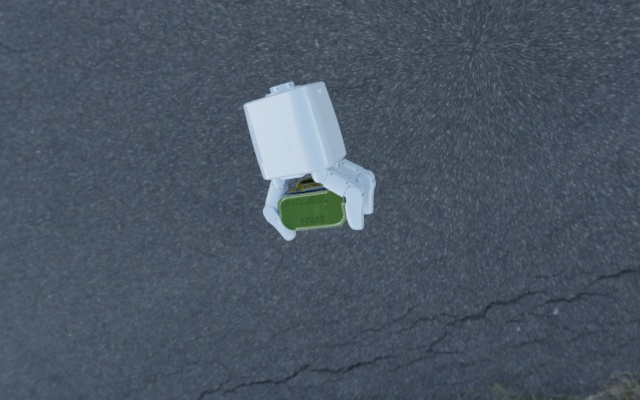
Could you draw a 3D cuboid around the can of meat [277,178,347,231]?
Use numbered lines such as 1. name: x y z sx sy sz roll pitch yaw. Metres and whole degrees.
1. can of meat: 0.000 0.002 0.667 0.102 0.057 0.084 -8 14 20
